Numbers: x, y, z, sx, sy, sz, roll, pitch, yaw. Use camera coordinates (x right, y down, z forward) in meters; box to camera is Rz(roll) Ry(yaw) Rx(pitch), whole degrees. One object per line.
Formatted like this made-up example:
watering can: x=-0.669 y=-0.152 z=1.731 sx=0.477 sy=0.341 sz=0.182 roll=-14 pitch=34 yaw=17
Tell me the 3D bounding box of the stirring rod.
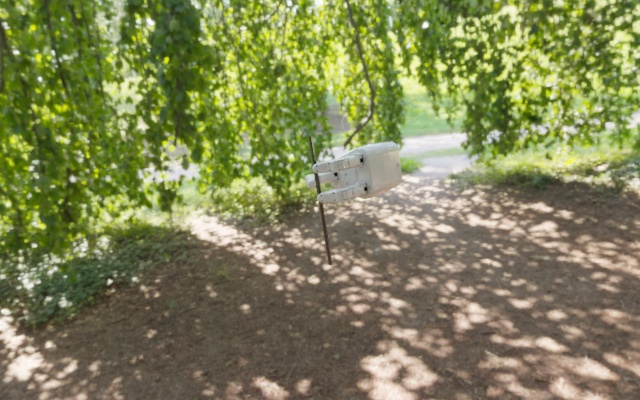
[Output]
stirring rod: x=0.000 y=0.003 z=0.873 sx=0.011 sy=0.239 sz=0.011 roll=-9 pitch=10 yaw=2
